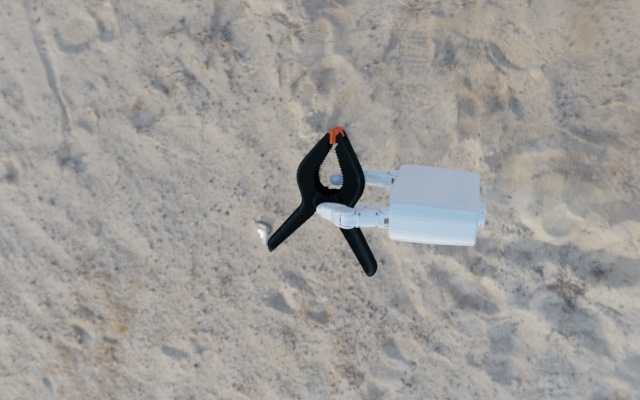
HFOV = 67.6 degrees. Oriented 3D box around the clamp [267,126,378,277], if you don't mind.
[{"bbox_3d":[0.000,0.002,0.658,0.164,0.210,0.036,5,23,15],"label":"clamp"}]
